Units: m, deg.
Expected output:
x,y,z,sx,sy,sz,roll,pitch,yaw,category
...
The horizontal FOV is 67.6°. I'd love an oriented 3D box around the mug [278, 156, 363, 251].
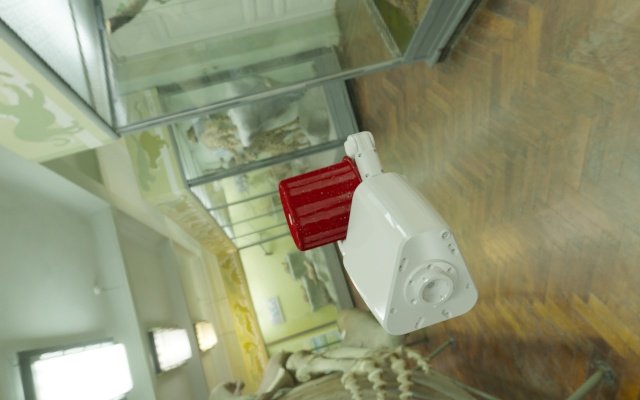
x,y,z,sx,sy,sz,roll,pitch,yaw,category
-0.001,0.001,0.534,0.081,0.093,0.117,-17,27,-9,mug
